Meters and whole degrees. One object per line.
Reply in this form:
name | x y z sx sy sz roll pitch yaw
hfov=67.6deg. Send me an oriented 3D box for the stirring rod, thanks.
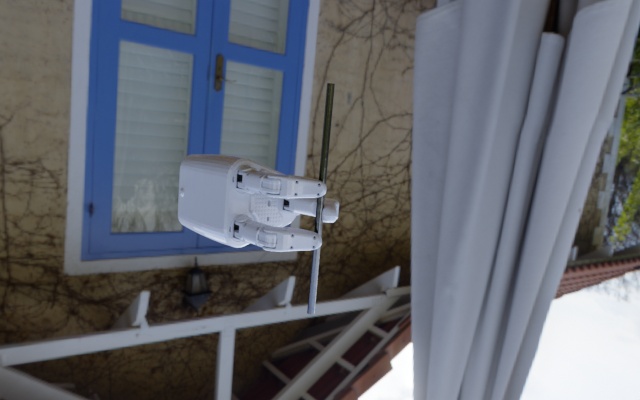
stirring rod | 0.000 0.002 0.495 0.011 0.239 0.011 5 7 -1
